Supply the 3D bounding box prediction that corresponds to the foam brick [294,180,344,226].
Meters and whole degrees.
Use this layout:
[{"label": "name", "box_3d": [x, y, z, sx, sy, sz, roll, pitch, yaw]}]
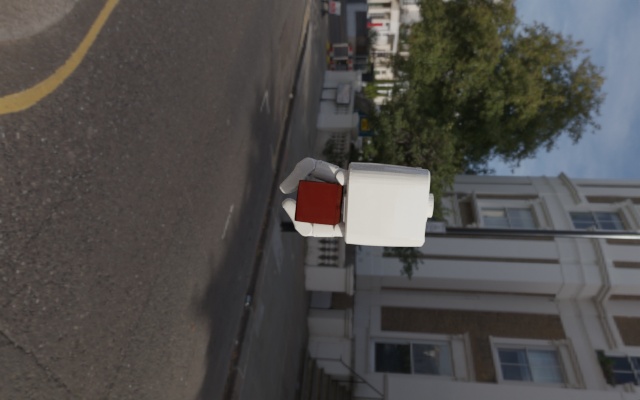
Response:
[{"label": "foam brick", "box_3d": [0.000, 0.002, 0.617, 0.051, 0.053, 0.078, 7, 2, 7]}]
